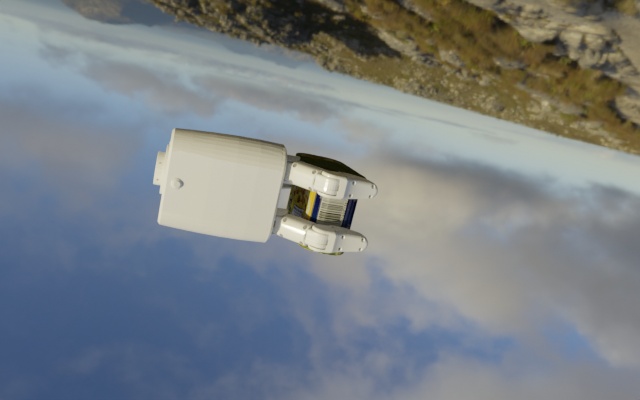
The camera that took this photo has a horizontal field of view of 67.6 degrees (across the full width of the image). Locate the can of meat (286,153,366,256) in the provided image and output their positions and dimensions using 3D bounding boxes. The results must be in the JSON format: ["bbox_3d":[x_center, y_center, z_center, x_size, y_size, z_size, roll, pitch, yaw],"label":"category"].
[{"bbox_3d":[0.000,0.002,0.516,0.057,0.084,0.102,9,14,-21],"label":"can of meat"}]
